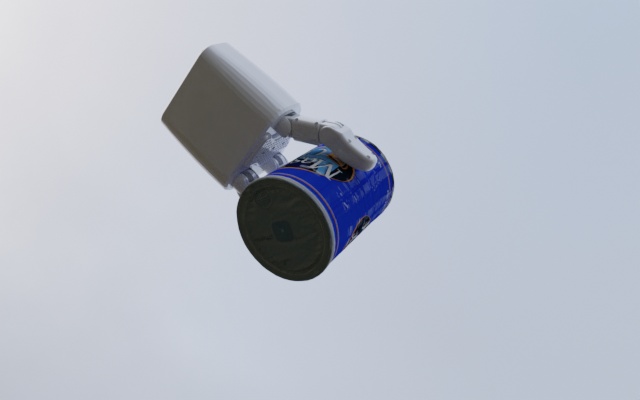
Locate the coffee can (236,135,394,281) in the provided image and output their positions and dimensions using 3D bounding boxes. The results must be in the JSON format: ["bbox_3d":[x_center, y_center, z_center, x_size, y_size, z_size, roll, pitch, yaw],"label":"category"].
[{"bbox_3d":[0.000,0.002,0.478,0.103,0.103,0.140,0,22,33],"label":"coffee can"}]
